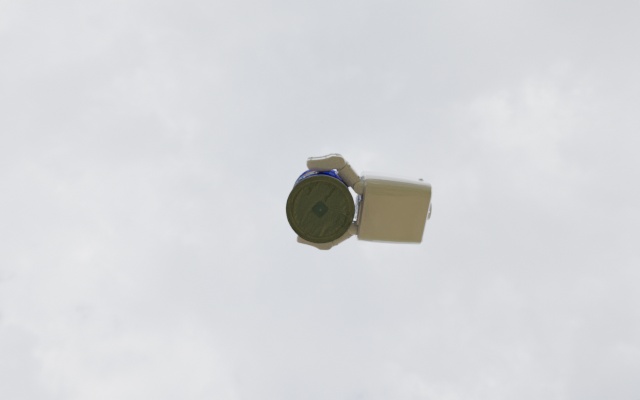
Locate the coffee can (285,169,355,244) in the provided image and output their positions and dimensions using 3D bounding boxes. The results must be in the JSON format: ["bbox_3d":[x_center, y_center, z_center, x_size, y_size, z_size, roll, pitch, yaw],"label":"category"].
[{"bbox_3d":[0.000,0.003,0.768,0.103,0.103,0.140,0,9,0],"label":"coffee can"}]
